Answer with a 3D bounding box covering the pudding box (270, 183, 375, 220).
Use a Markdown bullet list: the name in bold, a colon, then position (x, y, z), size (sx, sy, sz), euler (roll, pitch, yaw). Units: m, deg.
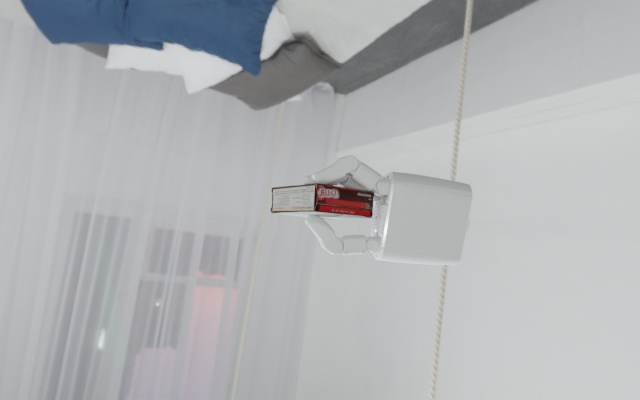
- **pudding box**: position (0.000, 0.002, 0.618), size (0.090, 0.039, 0.113), euler (8, -8, -34)
